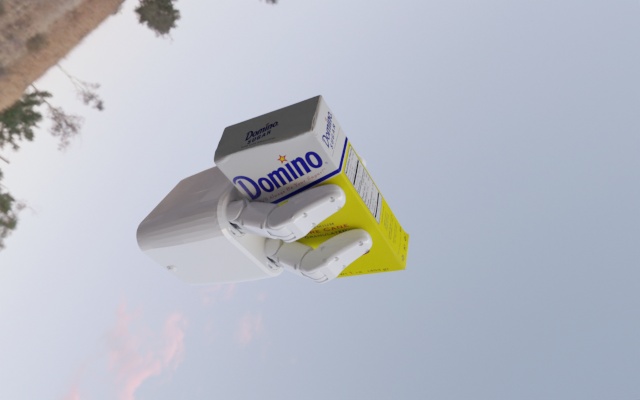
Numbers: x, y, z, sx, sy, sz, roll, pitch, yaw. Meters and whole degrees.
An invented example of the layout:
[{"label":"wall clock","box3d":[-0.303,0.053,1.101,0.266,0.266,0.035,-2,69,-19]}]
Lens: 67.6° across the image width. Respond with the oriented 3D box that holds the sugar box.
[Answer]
[{"label":"sugar box","box3d":[0.000,0.002,0.403,0.093,0.048,0.176,-13,-43,28]}]
